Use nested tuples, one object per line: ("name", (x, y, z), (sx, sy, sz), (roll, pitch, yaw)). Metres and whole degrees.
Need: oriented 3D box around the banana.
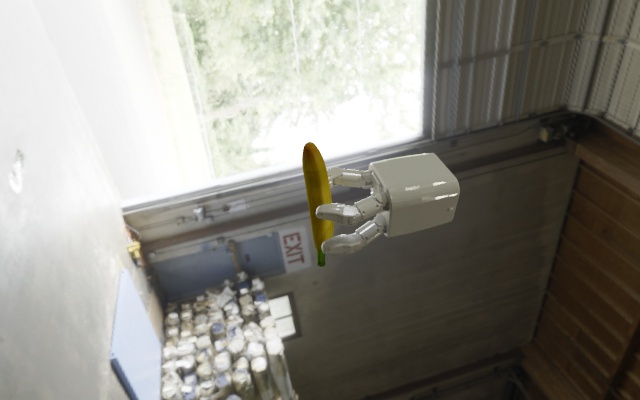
("banana", (-0.001, -0.002, 0.709), (0.037, 0.198, 0.069), (-9, 25, -2))
